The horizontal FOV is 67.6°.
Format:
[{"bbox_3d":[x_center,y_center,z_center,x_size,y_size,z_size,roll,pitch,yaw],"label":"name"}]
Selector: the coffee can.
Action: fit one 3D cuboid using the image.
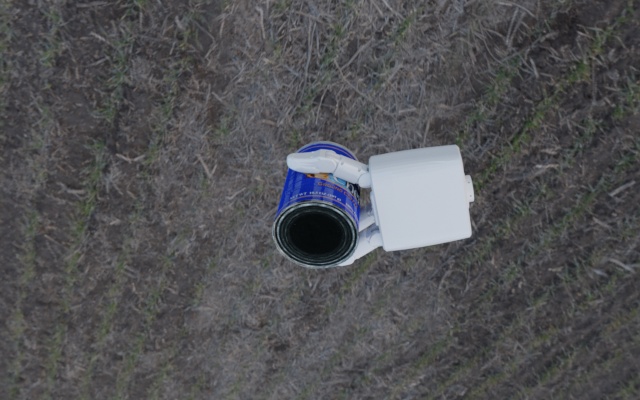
[{"bbox_3d":[0.000,0.002,0.609,0.103,0.103,0.140,0,35,6],"label":"coffee can"}]
